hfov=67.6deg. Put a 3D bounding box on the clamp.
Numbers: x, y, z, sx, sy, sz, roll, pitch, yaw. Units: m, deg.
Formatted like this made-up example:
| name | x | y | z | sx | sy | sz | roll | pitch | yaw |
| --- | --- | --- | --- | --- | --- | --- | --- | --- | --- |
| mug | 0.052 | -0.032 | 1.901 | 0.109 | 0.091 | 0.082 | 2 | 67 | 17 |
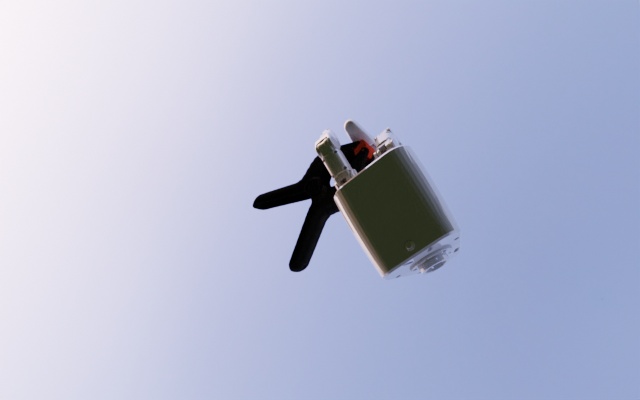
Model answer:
| name | x | y | z | sx | sy | sz | roll | pitch | yaw |
| --- | --- | --- | --- | --- | --- | --- | --- | --- | --- |
| clamp | 0.000 | 0.002 | 0.570 | 0.171 | 0.120 | 0.039 | -37 | -26 | 19 |
